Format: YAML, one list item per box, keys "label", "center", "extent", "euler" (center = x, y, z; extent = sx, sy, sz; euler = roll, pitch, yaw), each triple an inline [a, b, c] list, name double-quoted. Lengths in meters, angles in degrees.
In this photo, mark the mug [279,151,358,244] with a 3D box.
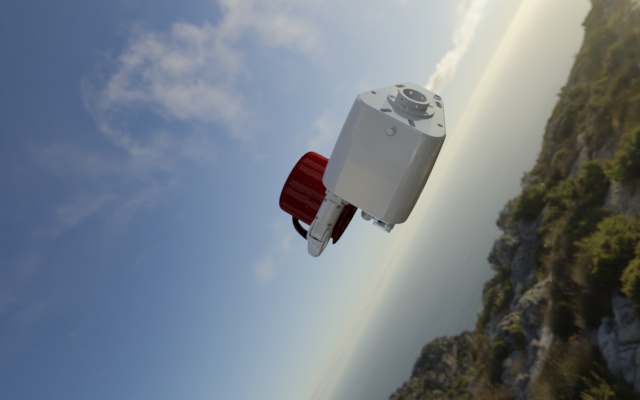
- label: "mug"
  center: [0.000, 0.003, 0.582]
  extent: [0.081, 0.117, 0.093]
  euler: [29, 37, 9]
